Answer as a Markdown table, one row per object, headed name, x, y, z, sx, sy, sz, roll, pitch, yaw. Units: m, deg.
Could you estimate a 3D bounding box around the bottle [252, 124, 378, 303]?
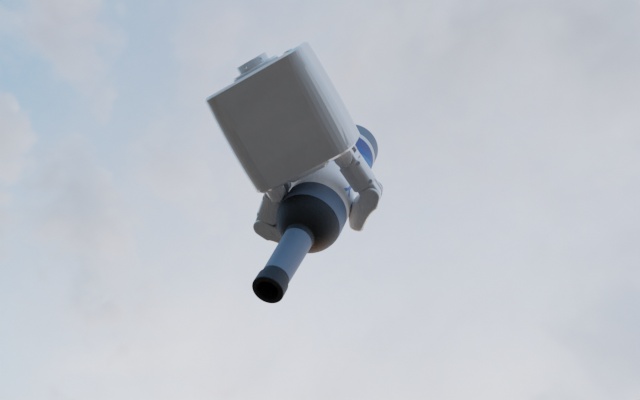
| name | x | y | z | sx | sy | sz | roll | pitch | yaw |
| --- | --- | --- | --- | --- | --- | --- | --- | --- | --- |
| bottle | 0.000 | 0.002 | 0.503 | 0.069 | 0.069 | 0.295 | 0 | 29 | 19 |
